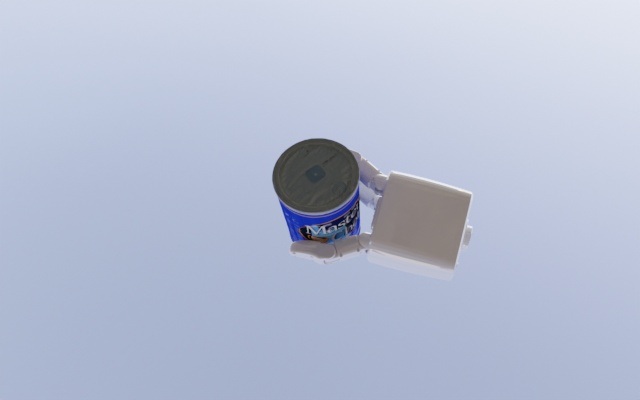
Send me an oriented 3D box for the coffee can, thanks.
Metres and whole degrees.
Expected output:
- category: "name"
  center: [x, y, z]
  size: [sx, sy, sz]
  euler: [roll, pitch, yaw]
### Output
- category: "coffee can"
  center: [0.000, 0.002, 0.614]
  size: [0.103, 0.102, 0.140]
  euler: [0, -28, 5]
